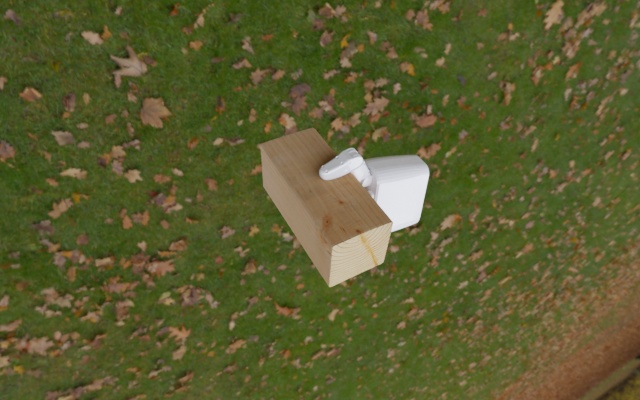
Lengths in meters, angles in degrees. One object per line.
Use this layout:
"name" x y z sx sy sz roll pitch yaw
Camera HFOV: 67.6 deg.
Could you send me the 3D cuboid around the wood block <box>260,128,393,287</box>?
"wood block" 0.001 0.002 0.664 0.090 0.091 0.206 -21 52 -22
